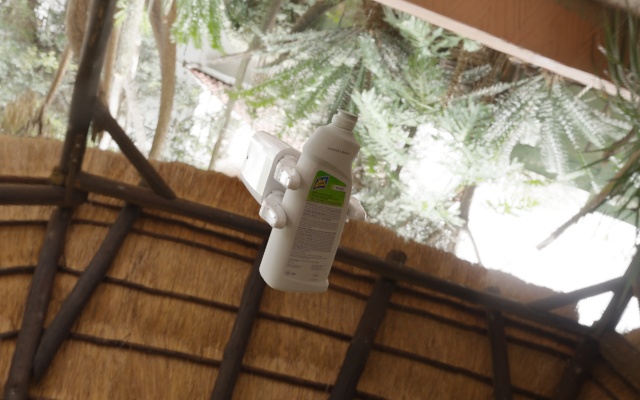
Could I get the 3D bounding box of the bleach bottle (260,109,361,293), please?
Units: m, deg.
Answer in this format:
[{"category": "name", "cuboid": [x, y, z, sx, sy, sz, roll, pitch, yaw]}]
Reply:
[{"category": "bleach bottle", "cuboid": [0.000, 0.002, 0.649, 0.102, 0.251, 0.068, 10, 19, -34]}]
